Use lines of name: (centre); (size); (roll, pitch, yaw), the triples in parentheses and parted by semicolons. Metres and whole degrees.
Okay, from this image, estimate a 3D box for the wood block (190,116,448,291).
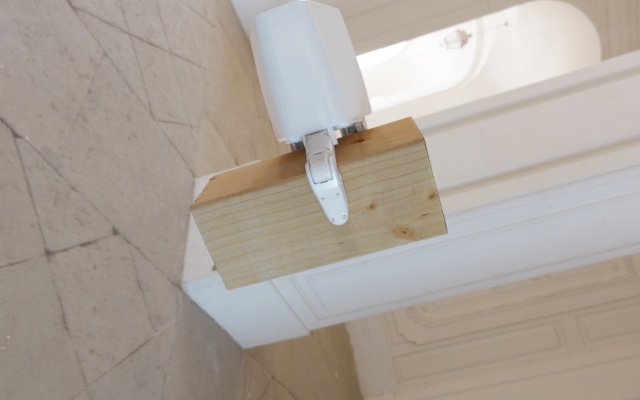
wood block: (0.000, 0.001, 0.447); (0.206, 0.090, 0.090); (-16, 21, 9)
